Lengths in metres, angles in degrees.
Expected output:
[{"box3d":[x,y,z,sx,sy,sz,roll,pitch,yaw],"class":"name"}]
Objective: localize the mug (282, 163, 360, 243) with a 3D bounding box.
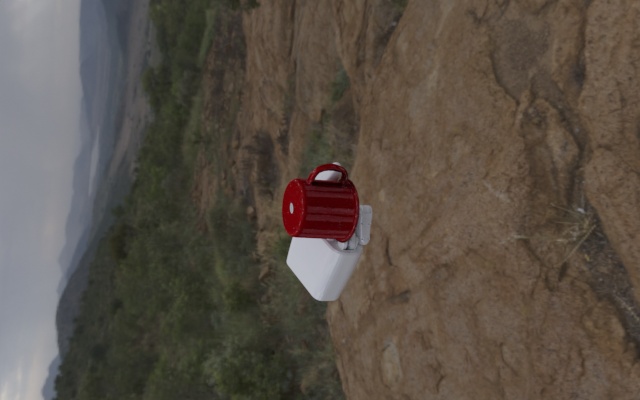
[{"box3d":[0.000,0.001,0.661,0.081,0.117,0.093,3,33,-25],"class":"mug"}]
